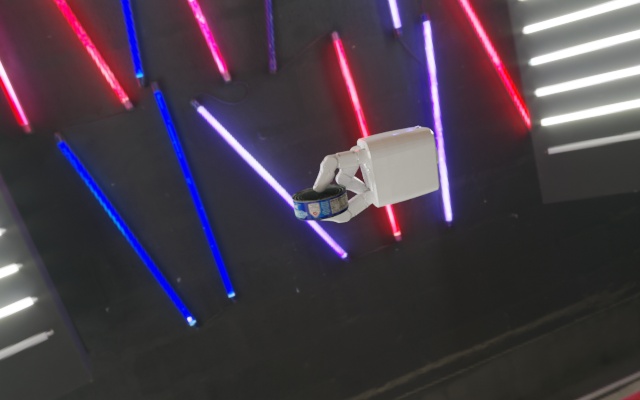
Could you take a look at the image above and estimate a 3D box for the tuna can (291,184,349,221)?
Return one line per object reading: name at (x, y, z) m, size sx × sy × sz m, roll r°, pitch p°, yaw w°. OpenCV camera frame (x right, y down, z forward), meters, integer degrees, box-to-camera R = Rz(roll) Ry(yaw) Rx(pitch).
tuna can at (0.000, 0.003, 0.741) m, size 0.086 × 0.034 × 0.086 m, roll -10°, pitch 15°, yaw 3°
